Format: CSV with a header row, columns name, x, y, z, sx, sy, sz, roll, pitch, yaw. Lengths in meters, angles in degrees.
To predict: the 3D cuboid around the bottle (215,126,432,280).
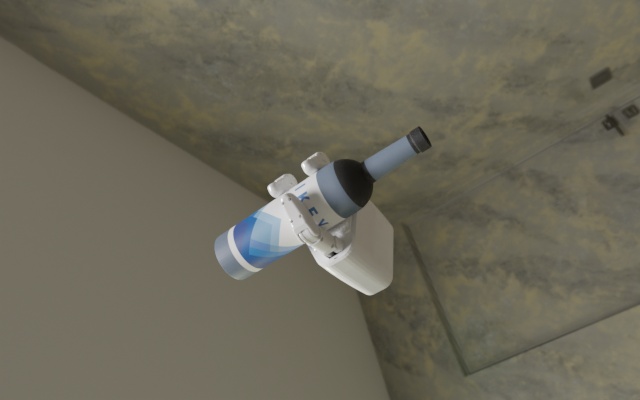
name,x,y,z,sx,sy,sz,roll,pitch,yaw
bottle,0.000,0.002,0.582,0.296,0.069,0.069,-32,-12,20
